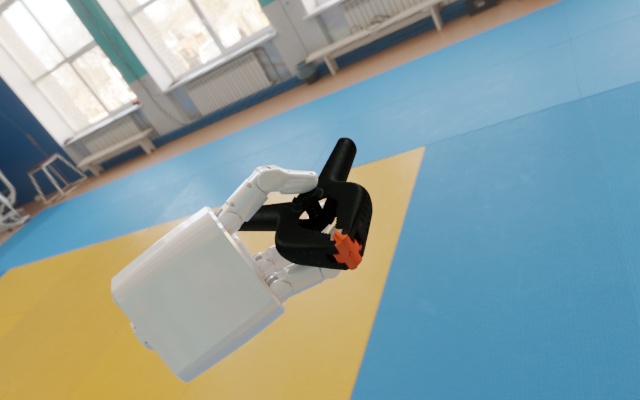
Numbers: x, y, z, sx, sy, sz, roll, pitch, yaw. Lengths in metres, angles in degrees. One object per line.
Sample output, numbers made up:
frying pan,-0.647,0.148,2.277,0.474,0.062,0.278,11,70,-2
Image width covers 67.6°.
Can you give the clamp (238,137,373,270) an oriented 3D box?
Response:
clamp,0.000,0.001,0.453,0.164,0.036,0.210,-38,25,-10
